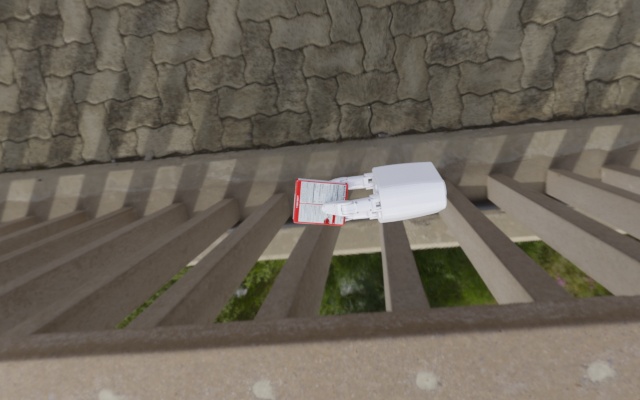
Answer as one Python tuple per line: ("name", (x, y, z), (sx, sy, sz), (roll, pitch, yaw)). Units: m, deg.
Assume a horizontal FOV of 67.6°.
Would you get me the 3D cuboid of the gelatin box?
("gelatin box", (0.000, 0.003, 0.812), (0.089, 0.073, 0.030), (4, 9, -5))
